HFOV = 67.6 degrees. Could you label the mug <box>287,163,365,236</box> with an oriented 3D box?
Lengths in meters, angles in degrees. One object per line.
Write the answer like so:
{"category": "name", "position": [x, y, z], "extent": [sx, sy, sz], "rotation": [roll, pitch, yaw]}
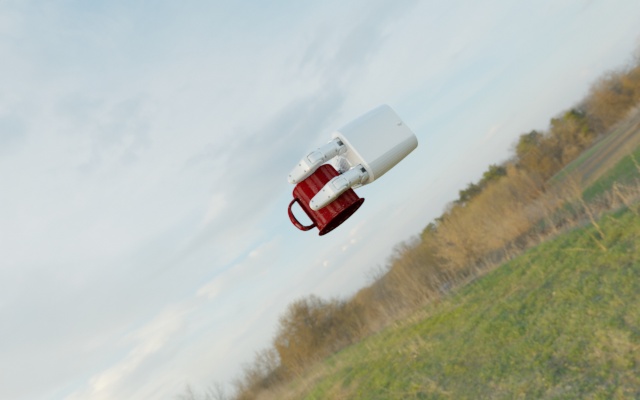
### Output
{"category": "mug", "position": [-0.001, 0.003, 0.749], "extent": [0.117, 0.081, 0.093], "rotation": [-34, -14, -22]}
